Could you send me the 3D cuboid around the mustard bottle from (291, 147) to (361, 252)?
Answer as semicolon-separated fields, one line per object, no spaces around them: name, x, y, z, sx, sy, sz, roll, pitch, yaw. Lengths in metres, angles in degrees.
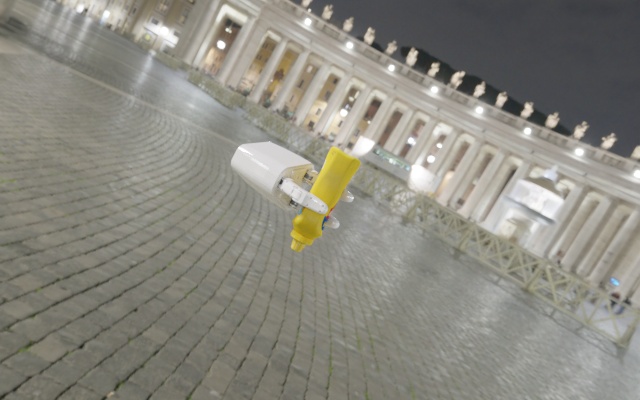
mustard bottle;0.001;0.003;0.826;0.058;0.191;0.096;29;7;-1
